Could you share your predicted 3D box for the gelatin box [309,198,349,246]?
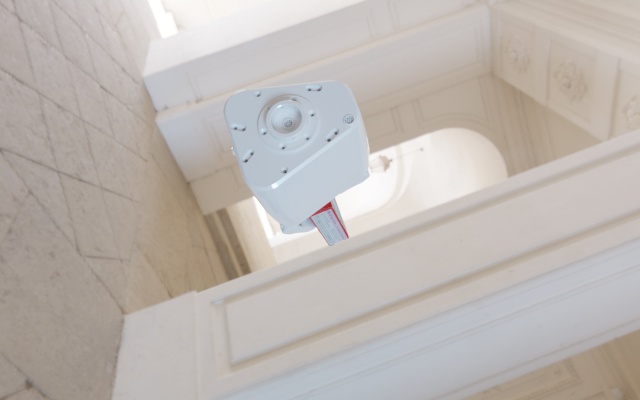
[{"bbox_3d":[0.001,0.002,0.550,0.030,0.073,0.089,-23,-31,6],"label":"gelatin box"}]
